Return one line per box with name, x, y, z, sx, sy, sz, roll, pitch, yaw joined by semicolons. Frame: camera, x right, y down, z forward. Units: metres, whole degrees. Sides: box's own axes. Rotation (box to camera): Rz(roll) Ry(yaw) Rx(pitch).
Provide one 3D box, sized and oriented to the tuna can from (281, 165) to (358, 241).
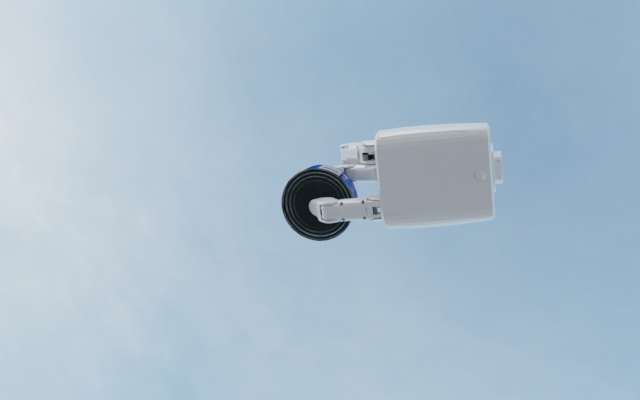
tuna can;0.000;0.002;0.558;0.086;0.086;0.033;0;14;15
